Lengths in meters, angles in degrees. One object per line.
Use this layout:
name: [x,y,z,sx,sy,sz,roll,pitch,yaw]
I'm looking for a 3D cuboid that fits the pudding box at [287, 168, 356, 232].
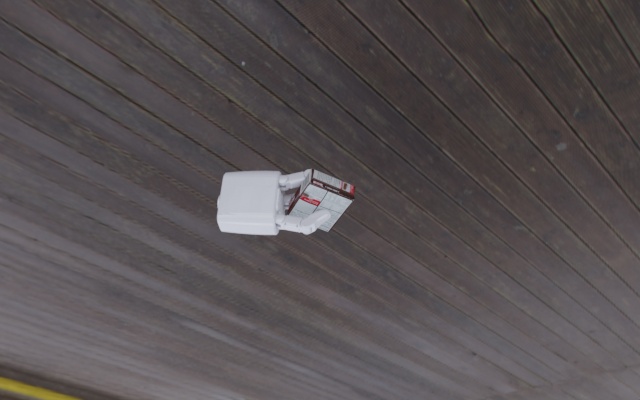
pudding box: [0.000,0.003,0.872,0.090,0.039,0.113,21,-41,-14]
